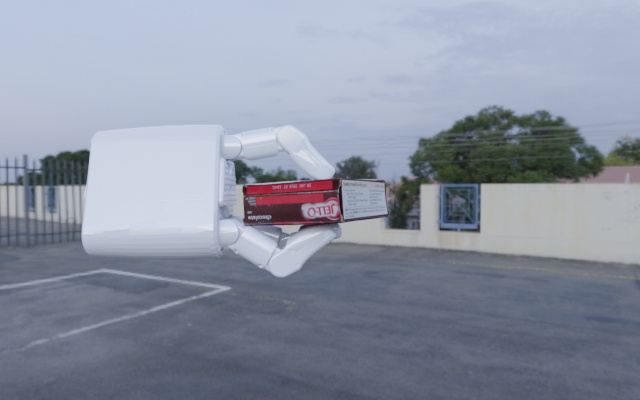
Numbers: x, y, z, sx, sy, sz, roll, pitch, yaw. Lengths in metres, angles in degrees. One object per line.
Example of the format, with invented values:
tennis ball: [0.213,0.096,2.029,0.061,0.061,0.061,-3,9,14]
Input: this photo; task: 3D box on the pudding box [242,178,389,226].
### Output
pudding box: [0.000,0.001,0.415,0.090,0.039,0.113,-2,2,26]
